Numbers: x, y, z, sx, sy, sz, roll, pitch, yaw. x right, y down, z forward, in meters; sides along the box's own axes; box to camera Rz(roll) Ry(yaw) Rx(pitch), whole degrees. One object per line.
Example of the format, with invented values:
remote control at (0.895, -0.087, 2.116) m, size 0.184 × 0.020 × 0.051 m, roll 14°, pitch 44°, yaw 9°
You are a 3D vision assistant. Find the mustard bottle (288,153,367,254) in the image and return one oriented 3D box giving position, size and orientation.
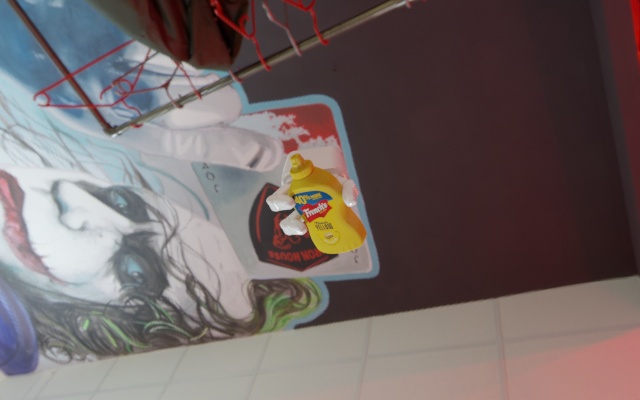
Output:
mustard bottle at (0.000, 0.003, 0.811) m, size 0.096 × 0.192 × 0.058 m, roll -9°, pitch 33°, yaw 34°
